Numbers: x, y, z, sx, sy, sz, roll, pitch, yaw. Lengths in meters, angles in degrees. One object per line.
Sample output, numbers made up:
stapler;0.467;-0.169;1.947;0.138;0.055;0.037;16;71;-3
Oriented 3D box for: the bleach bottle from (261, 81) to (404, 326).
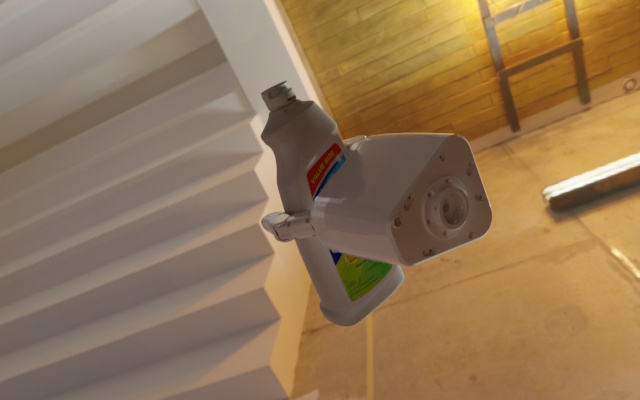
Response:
bleach bottle;0.000;0.002;0.498;0.102;0.251;0.068;-35;21;-25
